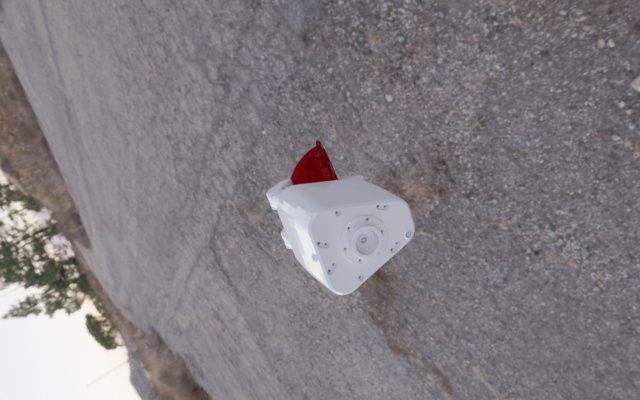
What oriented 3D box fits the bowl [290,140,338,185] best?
[{"bbox_3d":[0.000,0.002,0.652,0.055,0.162,0.162,-21,0,-2],"label":"bowl"}]
